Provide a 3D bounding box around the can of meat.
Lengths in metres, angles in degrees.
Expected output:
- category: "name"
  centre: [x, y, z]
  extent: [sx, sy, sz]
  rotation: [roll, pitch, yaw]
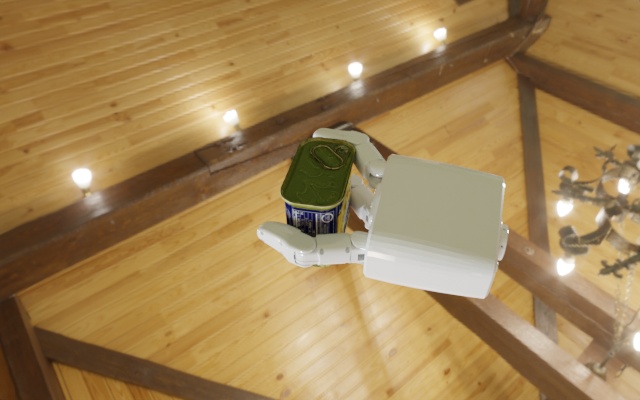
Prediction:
- category: "can of meat"
  centre: [0.000, 0.002, 0.468]
  extent: [0.057, 0.084, 0.102]
  rotation: [7, 43, 9]
